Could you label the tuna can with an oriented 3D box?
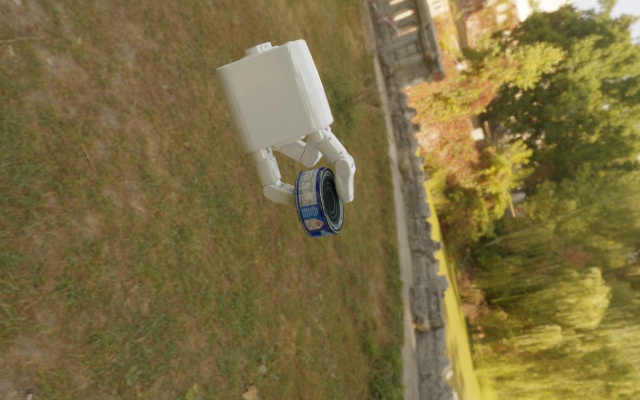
[{"bbox_3d":[0.001,0.002,0.593,0.034,0.086,0.086,-10,-4,20],"label":"tuna can"}]
